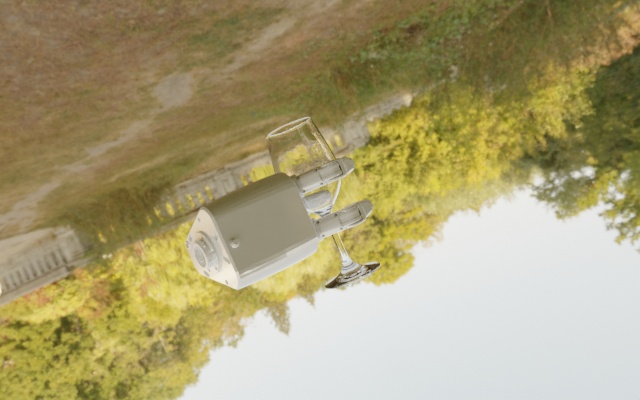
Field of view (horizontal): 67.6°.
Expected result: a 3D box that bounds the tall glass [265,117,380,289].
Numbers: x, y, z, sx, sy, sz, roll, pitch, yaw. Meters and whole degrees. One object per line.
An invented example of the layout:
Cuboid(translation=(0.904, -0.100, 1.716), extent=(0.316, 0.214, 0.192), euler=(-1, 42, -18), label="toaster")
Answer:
Cuboid(translation=(0.000, 0.003, 0.586), extent=(0.079, 0.201, 0.079), euler=(-23, 2, 1), label="tall glass")
